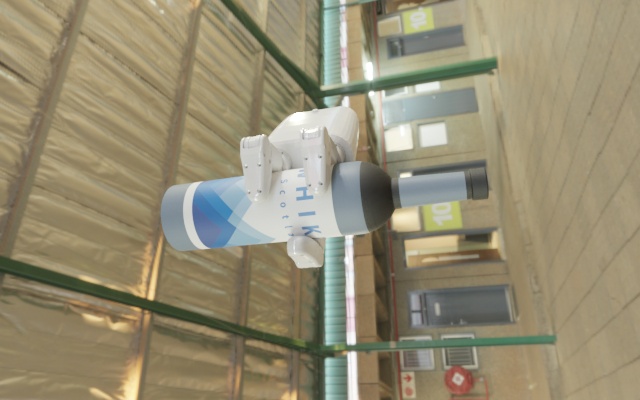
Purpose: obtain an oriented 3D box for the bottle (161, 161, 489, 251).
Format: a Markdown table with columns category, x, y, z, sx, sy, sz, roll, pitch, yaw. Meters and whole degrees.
| category | x | y | z | sx | sy | sz | roll | pitch | yaw |
| --- | --- | --- | --- | --- | --- | --- | --- | --- | --- |
| bottle | 0.000 | 0.002 | 0.443 | 0.296 | 0.069 | 0.069 | -7 | -2 | 14 |
